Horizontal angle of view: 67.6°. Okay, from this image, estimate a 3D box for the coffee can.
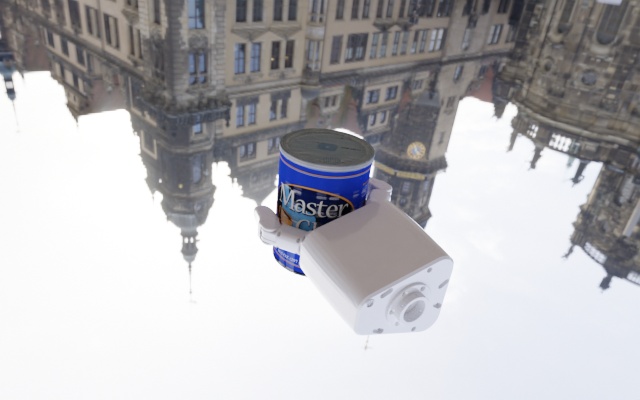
[{"bbox_3d":[0.000,0.002,0.544,0.103,0.140,0.102,5,29,-3],"label":"coffee can"}]
